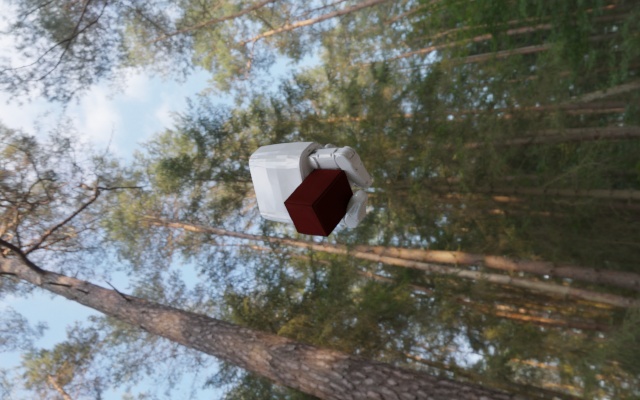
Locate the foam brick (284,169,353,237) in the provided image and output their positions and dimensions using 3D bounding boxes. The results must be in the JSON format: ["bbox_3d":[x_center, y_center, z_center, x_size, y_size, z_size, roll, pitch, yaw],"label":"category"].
[{"bbox_3d":[0.000,0.002,0.618,0.051,0.053,0.078,4,40,38],"label":"foam brick"}]
